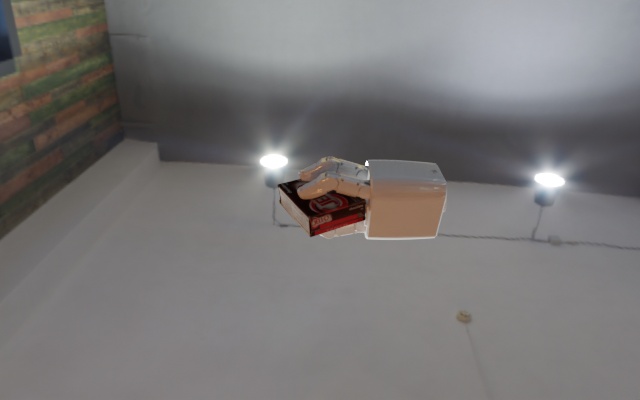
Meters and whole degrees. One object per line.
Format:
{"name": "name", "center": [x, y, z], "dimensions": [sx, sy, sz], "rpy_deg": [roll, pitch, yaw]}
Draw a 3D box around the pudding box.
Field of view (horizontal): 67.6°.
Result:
{"name": "pudding box", "center": [0.000, 0.002, 0.695], "dimensions": [0.090, 0.039, 0.113], "rpy_deg": [-15, 30, -23]}
